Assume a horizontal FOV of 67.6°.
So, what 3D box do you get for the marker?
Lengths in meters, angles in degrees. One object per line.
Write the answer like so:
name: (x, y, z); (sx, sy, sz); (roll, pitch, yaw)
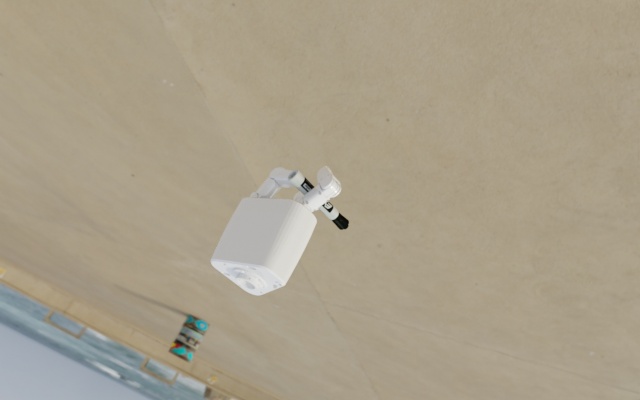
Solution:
marker: (0.000, 0.002, 0.673); (0.121, 0.020, 0.020); (45, -25, -29)
